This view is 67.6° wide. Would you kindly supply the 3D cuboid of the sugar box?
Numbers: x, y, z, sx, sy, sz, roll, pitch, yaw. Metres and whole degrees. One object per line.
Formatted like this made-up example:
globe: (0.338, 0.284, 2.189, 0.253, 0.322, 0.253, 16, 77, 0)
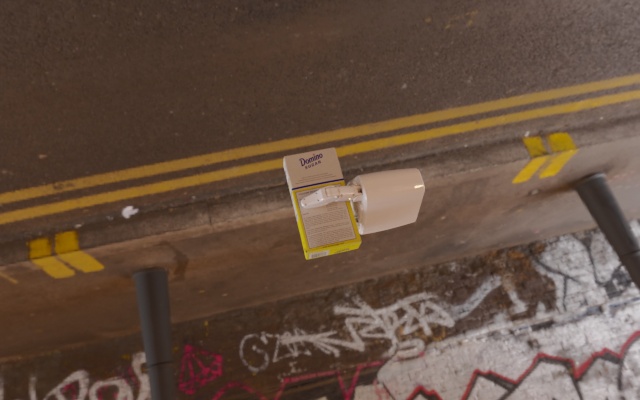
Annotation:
sugar box: (0.000, 0.003, 0.804, 0.093, 0.176, 0.048, -11, -23, -9)
